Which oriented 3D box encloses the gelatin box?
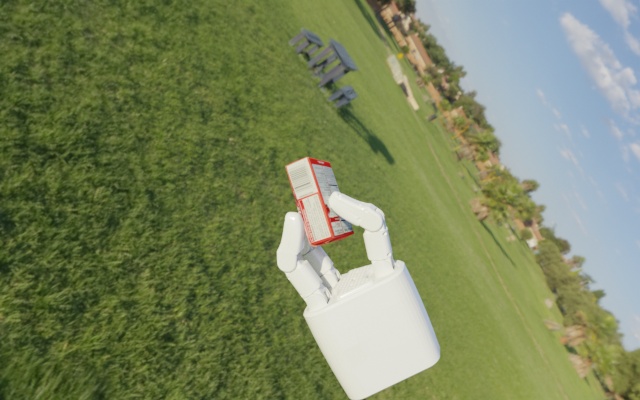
[{"bbox_3d":[0.000,0.001,0.508,0.030,0.089,0.073,-20,-6,18],"label":"gelatin box"}]
